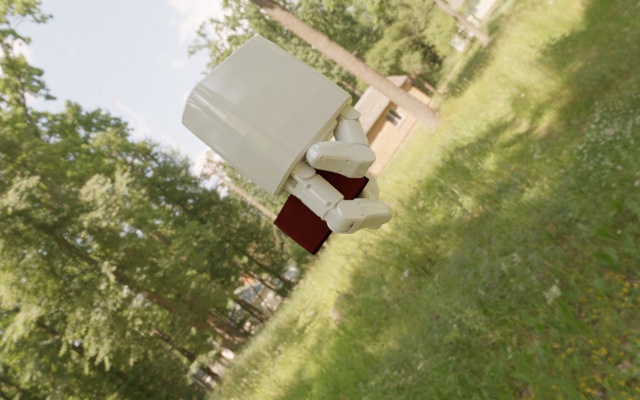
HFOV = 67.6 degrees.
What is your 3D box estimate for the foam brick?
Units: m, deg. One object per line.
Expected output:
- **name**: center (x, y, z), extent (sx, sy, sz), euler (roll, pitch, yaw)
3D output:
- **foam brick**: center (0.000, 0.002, 0.451), extent (0.051, 0.078, 0.053), euler (36, 42, 2)
